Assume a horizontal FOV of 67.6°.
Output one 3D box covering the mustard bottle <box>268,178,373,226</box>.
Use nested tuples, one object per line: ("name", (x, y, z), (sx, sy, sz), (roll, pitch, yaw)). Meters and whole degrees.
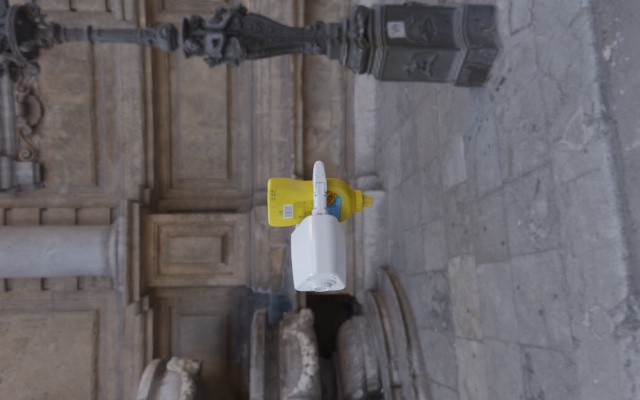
("mustard bottle", (0.000, 0.003, 0.876), (0.191, 0.096, 0.058), (-1, 39, -5))
